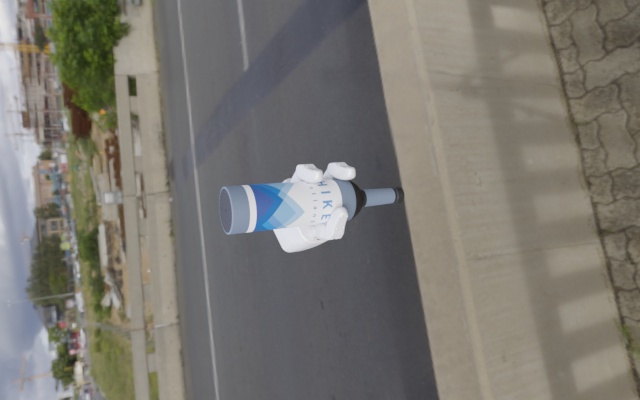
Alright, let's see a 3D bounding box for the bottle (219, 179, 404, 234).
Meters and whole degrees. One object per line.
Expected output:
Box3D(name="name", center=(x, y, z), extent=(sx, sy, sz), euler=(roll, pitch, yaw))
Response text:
Box3D(name="bottle", center=(0.000, 0.002, 0.723), extent=(0.296, 0.069, 0.069), euler=(-5, 2, -27))
